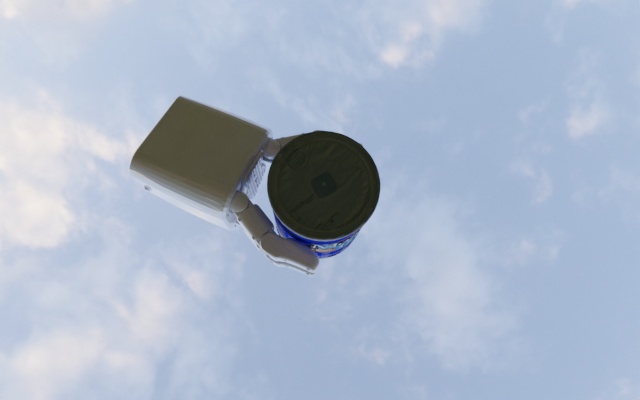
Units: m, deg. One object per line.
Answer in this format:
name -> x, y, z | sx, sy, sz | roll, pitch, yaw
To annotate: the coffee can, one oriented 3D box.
coffee can -> 0.000, 0.002, 0.495 | 0.103, 0.102, 0.140 | 0, -14, -3
